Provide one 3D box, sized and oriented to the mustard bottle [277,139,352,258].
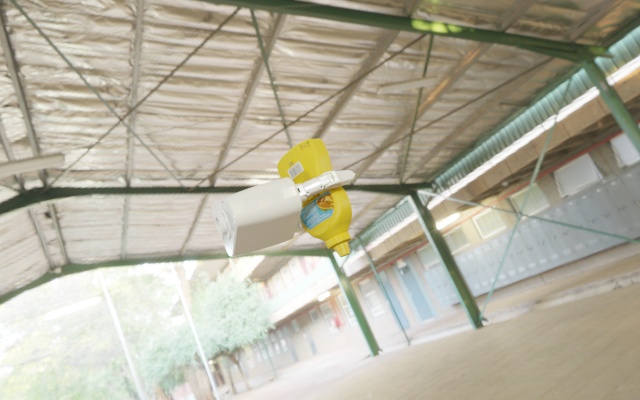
[{"bbox_3d":[0.000,0.002,0.776,0.096,0.191,0.058,-35,-17,38],"label":"mustard bottle"}]
